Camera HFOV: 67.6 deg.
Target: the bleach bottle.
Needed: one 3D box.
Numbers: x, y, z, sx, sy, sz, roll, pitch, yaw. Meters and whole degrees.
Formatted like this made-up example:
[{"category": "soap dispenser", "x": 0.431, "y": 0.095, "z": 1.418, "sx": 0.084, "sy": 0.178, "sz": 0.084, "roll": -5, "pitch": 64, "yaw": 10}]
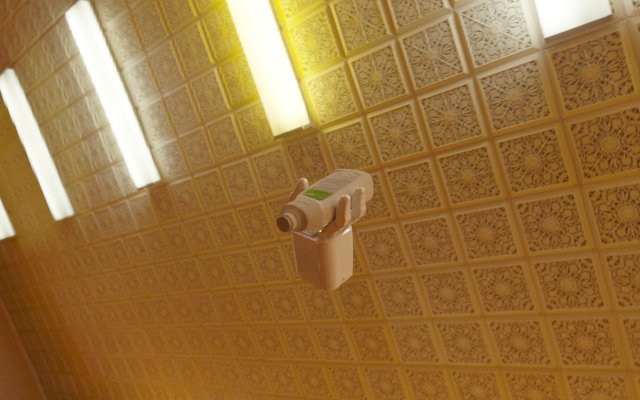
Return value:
[{"category": "bleach bottle", "x": 0.000, "y": 0.003, "z": 0.893, "sx": 0.102, "sy": 0.068, "sz": 0.250, "roll": 6, "pitch": 20, "yaw": 34}]
